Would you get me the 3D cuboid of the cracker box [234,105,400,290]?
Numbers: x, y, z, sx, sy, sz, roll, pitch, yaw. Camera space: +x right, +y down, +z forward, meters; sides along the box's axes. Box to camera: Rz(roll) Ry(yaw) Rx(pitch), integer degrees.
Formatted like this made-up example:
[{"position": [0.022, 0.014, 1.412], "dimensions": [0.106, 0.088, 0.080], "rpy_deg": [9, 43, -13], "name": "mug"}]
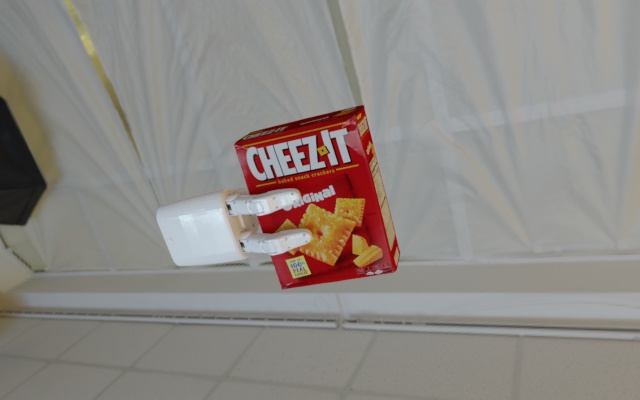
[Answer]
[{"position": [0.000, 0.002, 0.627], "dimensions": [0.164, 0.214, 0.072], "rpy_deg": [-11, 18, 17], "name": "cracker box"}]
